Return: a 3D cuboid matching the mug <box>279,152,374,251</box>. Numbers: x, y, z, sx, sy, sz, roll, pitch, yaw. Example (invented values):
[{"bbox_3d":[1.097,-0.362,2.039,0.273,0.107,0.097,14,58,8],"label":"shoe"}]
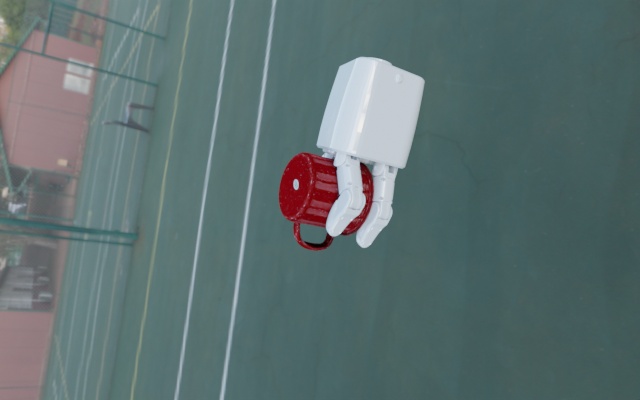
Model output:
[{"bbox_3d":[0.000,0.003,0.568,0.081,0.117,0.093,12,6,-31],"label":"mug"}]
